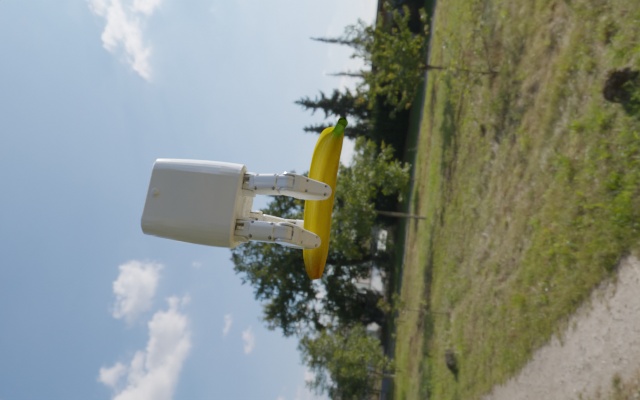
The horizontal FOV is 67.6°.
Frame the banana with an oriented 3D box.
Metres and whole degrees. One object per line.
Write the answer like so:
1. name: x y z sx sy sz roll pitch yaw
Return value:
1. banana: 0.000 -0.004 0.591 0.037 0.198 0.069 8 9 -2
